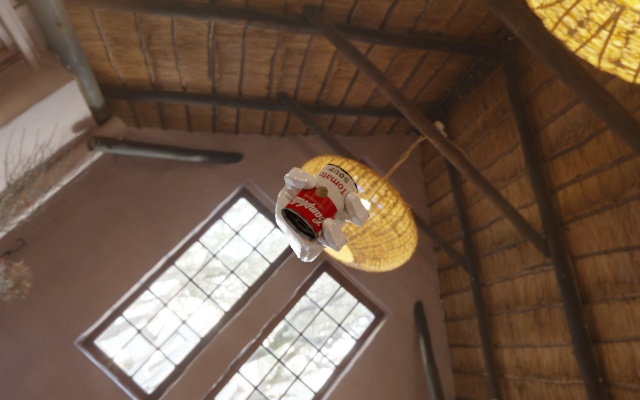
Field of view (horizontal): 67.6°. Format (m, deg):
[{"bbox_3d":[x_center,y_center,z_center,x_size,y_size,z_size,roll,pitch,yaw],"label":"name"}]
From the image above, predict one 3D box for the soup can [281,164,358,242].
[{"bbox_3d":[0.000,0.002,0.713,0.102,0.068,0.068,-47,21,-22],"label":"soup can"}]
